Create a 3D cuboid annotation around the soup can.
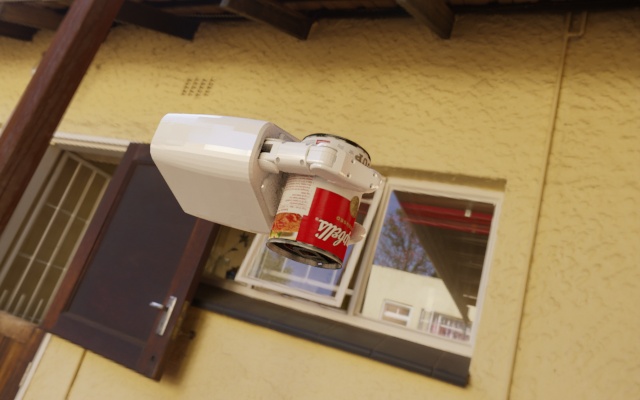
[{"bbox_3d":[0.001,0.001,0.418,0.068,0.102,0.068,16,-18,5],"label":"soup can"}]
